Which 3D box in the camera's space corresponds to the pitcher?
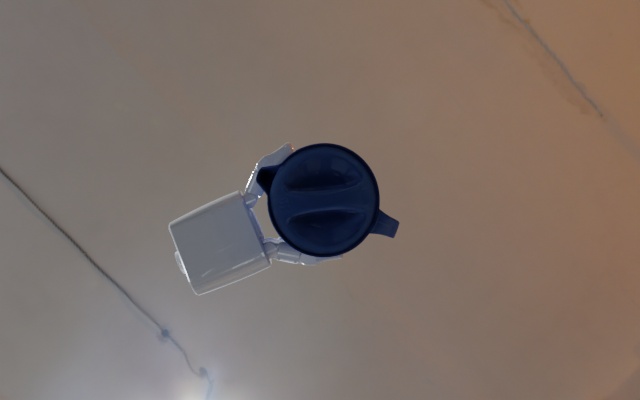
[{"bbox_3d":[0.000,0.002,0.668,0.145,0.149,0.243,-25,4,-6],"label":"pitcher"}]
